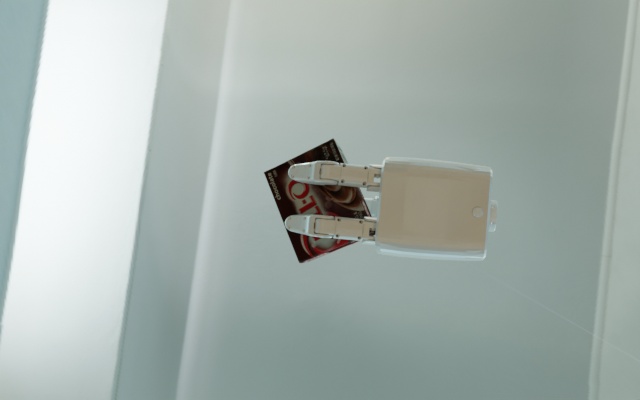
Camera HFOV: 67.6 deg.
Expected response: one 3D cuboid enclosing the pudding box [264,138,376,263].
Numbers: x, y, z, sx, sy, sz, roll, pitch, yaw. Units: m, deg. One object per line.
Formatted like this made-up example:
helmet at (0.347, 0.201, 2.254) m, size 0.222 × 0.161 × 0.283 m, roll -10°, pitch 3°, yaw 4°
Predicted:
pudding box at (0.000, 0.002, 0.530) m, size 0.090 × 0.113 × 0.039 m, roll -24°, pitch -11°, yaw 13°
